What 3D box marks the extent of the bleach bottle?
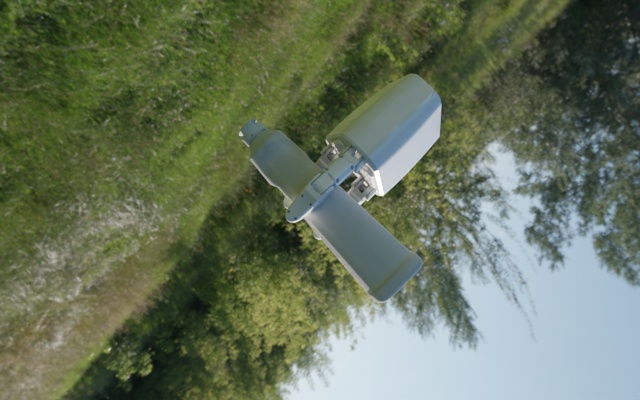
[{"bbox_3d":[0.000,0.002,0.544,0.068,0.251,0.102,-43,-5,-5],"label":"bleach bottle"}]
